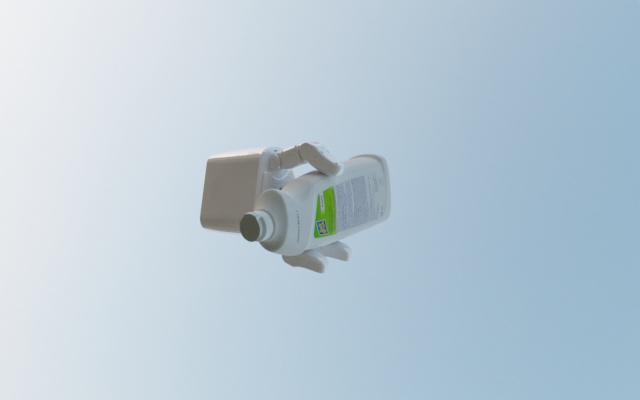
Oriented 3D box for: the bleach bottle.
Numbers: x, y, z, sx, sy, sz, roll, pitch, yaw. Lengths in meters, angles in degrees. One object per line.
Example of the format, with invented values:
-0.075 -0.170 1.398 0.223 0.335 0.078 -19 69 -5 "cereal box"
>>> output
0.000 0.002 0.574 0.068 0.102 0.251 -3 6 35 "bleach bottle"
